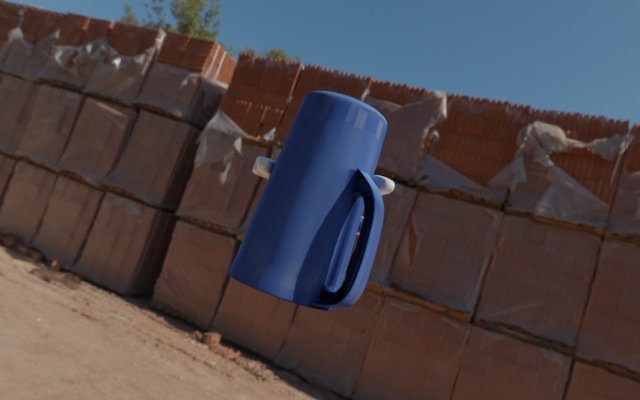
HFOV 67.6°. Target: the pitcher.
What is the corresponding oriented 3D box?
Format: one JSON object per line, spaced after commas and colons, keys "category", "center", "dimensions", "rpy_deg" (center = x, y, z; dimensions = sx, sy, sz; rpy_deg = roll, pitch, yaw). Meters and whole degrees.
{"category": "pitcher", "center": [0.000, 0.002, 0.565], "dimensions": [0.149, 0.243, 0.145], "rpy_deg": [20, -4, 0]}
